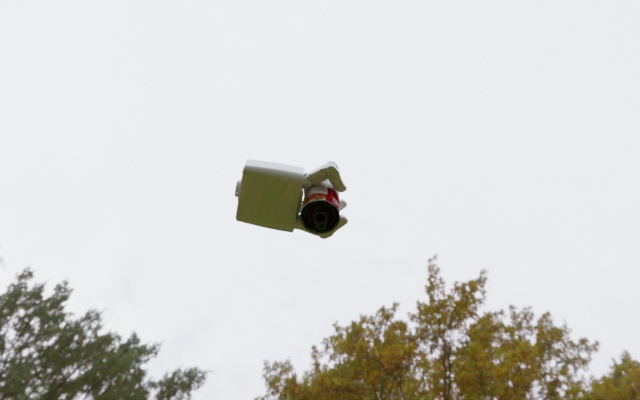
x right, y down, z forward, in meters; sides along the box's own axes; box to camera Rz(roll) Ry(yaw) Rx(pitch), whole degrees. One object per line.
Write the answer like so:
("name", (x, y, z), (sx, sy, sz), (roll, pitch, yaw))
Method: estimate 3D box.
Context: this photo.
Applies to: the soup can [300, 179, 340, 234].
("soup can", (0.001, 0.003, 0.848), (0.068, 0.068, 0.102), (0, 31, 1))
